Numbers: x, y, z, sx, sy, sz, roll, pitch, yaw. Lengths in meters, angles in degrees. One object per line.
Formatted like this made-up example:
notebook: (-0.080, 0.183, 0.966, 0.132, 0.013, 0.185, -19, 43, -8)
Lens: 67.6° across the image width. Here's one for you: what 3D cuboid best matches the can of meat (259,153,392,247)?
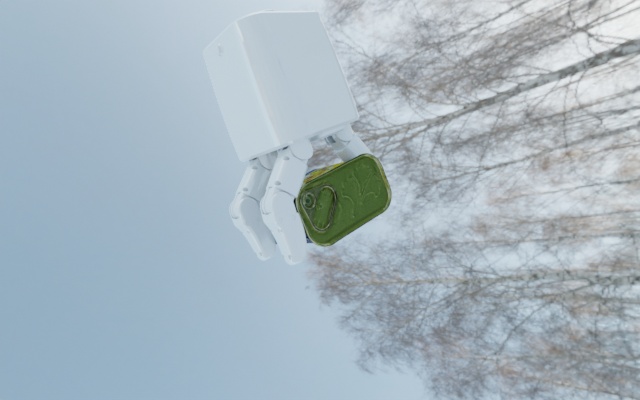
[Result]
can of meat: (0.000, 0.002, 0.445, 0.102, 0.057, 0.084, -29, 12, -33)
